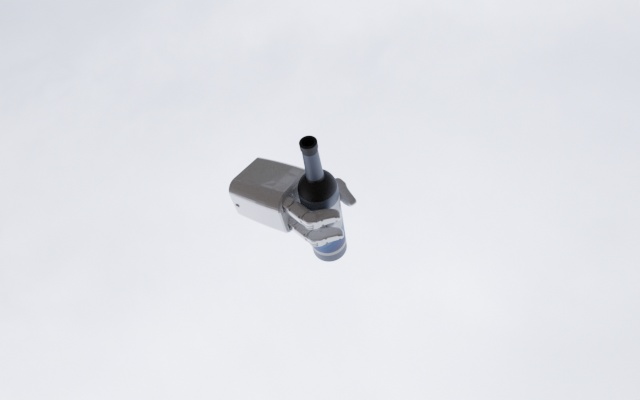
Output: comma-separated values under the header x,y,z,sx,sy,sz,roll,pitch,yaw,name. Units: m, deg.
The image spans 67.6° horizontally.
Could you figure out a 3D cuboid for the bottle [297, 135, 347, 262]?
x,y,z,sx,sy,sz,roll,pitch,yaw,name
0.000,0.003,0.805,0.069,0.069,0.296,0,-36,9,bottle
